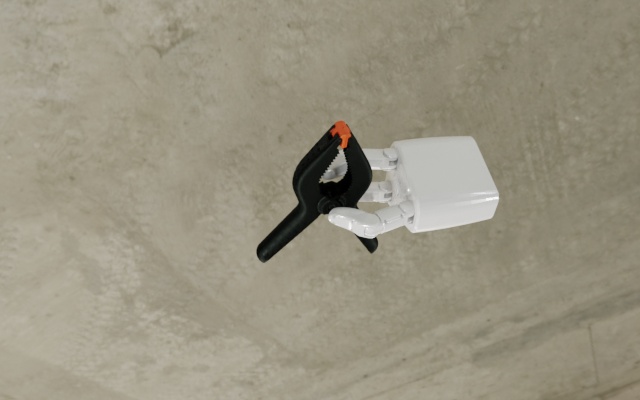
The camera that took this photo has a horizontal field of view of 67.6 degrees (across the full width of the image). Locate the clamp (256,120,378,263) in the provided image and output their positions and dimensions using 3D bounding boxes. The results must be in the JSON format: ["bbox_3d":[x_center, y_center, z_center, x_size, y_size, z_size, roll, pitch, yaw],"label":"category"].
[{"bbox_3d":[0.001,0.002,0.572,0.164,0.210,0.036,-9,44,-11],"label":"clamp"}]
